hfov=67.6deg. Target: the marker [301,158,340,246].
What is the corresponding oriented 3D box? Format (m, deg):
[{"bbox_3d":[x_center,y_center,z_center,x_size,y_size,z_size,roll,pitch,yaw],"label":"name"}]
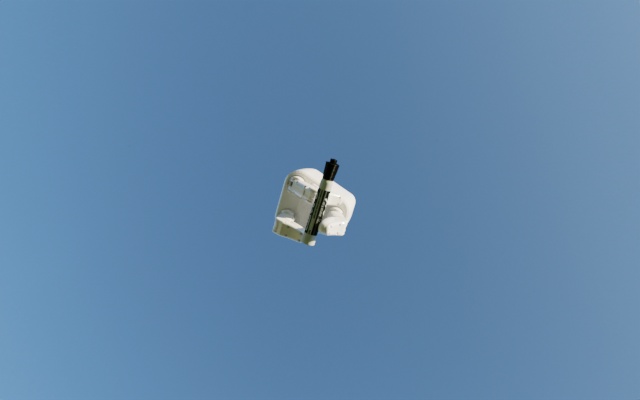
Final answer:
[{"bbox_3d":[0.000,0.002,0.641,0.020,0.121,0.020,17,12,-4],"label":"marker"}]
